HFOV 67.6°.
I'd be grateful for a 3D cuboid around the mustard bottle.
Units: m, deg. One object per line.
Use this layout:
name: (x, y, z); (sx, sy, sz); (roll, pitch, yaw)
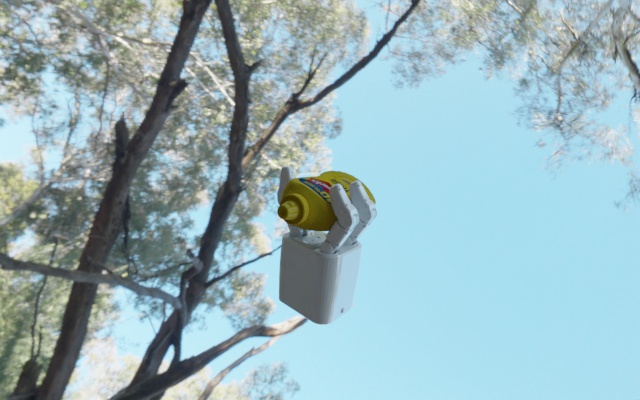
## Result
mustard bottle: (0.000, 0.002, 0.685); (0.096, 0.058, 0.191); (39, 26, 20)
